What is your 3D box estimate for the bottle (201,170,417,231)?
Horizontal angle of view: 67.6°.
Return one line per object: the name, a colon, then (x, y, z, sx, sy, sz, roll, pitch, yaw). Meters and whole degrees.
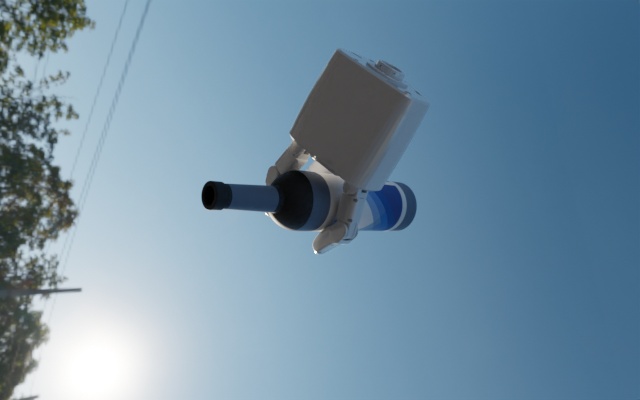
bottle: (0.000, 0.002, 0.544, 0.069, 0.069, 0.296, 0, -3, 44)
